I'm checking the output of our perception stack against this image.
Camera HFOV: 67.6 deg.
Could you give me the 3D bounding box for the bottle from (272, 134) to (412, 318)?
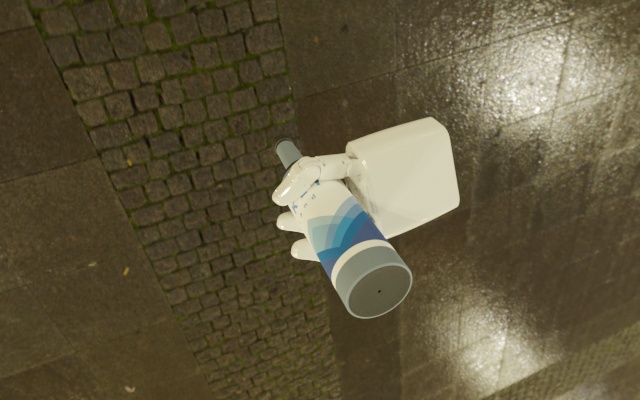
[{"bbox_3d":[0.000,0.002,0.537,0.069,0.069,0.295,0,33,-25],"label":"bottle"}]
